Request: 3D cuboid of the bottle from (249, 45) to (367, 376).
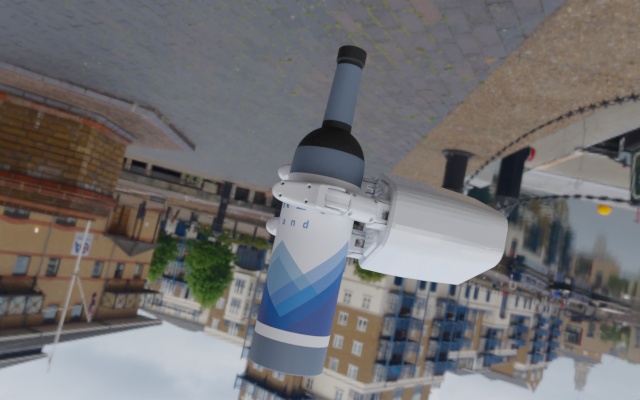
[{"bbox_3d":[0.000,0.002,0.437,0.069,0.295,0.069,12,-7,1],"label":"bottle"}]
